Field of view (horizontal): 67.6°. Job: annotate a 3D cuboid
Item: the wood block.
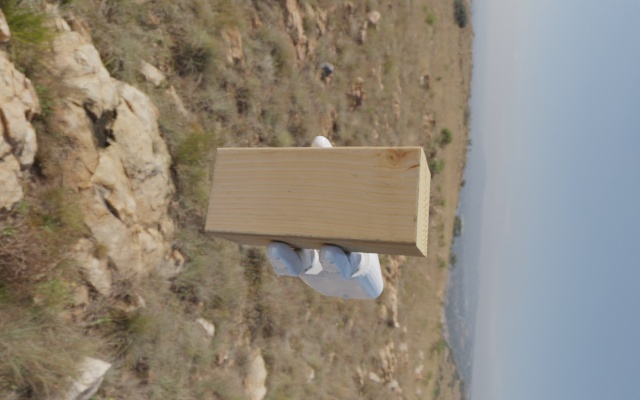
[{"bbox_3d":[0.000,0.001,0.482,0.206,0.090,0.090,2,-13,18],"label":"wood block"}]
